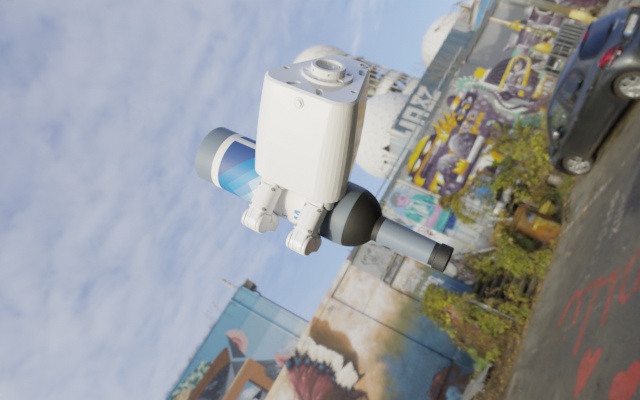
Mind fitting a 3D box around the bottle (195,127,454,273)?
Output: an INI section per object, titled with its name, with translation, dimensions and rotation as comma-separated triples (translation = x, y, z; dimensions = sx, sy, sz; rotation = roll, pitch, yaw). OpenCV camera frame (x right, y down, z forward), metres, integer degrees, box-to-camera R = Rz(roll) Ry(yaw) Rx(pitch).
[bottle]
translation = 0.000, 0.002, 0.519
dimensions = 0.295, 0.069, 0.069
rotation = 24, 8, 19
